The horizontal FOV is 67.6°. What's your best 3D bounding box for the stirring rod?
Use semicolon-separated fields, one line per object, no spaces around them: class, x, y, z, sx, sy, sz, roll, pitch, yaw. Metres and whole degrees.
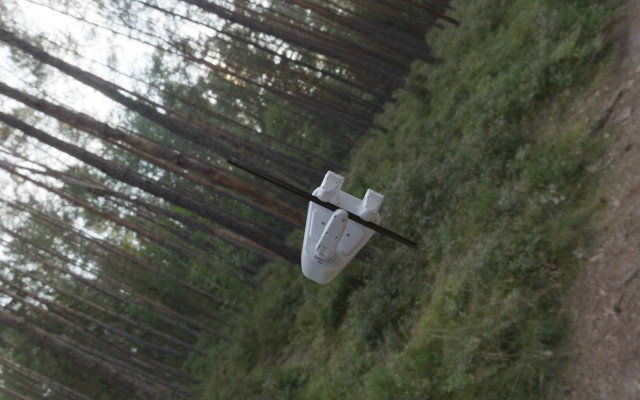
stirring rod;0.000;0.002;0.558;0.239;0.011;0.011;25;2;4
